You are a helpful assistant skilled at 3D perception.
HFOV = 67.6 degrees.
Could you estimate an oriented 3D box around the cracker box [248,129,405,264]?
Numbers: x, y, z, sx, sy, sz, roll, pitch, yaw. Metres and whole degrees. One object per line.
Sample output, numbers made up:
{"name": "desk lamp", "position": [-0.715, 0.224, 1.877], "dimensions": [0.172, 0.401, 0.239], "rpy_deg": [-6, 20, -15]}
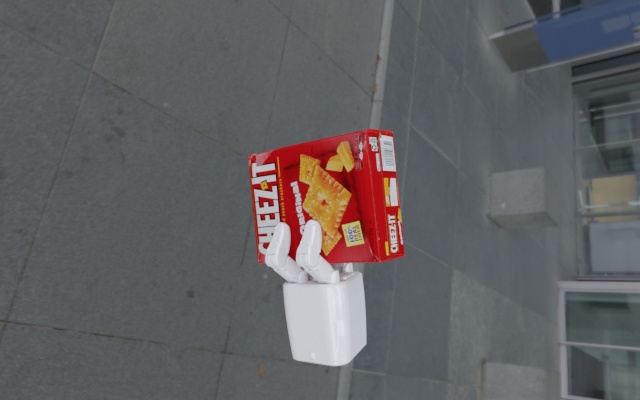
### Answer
{"name": "cracker box", "position": [0.000, 0.002, 0.652], "dimensions": [0.214, 0.164, 0.072], "rpy_deg": [-7, -2, 38]}
